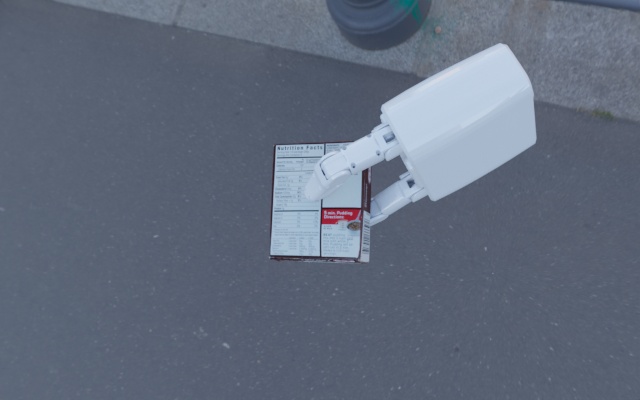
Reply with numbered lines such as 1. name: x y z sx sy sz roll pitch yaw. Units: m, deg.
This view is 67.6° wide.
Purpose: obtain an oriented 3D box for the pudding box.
1. pudding box: 0.000 0.001 0.449 0.090 0.113 0.039 0 -10 17
